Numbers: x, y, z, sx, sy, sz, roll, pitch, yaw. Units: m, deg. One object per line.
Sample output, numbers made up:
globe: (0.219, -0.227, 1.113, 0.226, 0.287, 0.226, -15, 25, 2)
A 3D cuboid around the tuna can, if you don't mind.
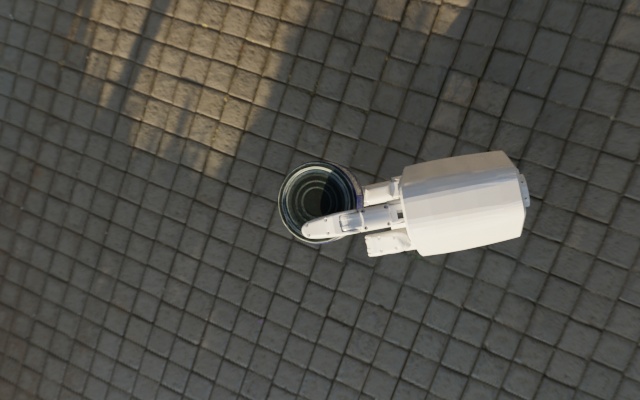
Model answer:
tuna can: (0.000, 0.002, 0.496, 0.086, 0.086, 0.034, 0, 3, 19)
